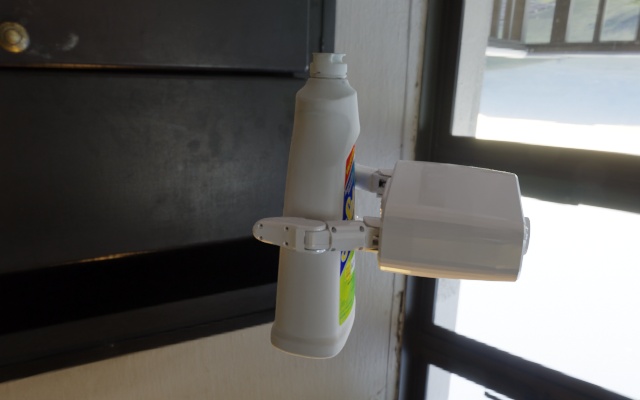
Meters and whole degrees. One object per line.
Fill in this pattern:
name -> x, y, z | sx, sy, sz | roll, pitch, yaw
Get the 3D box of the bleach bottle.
bleach bottle -> 0.000, 0.001, 0.420 | 0.068, 0.251, 0.102 | 6, 16, 15
